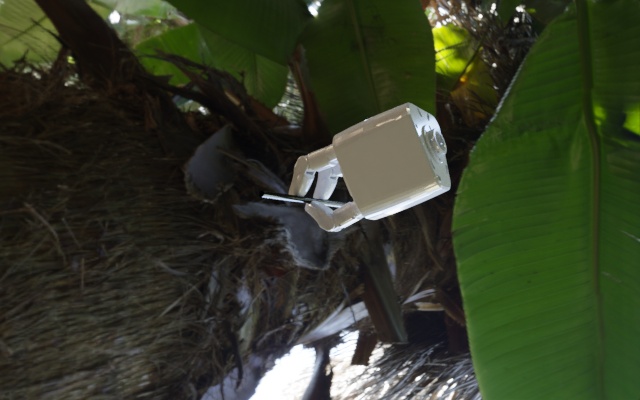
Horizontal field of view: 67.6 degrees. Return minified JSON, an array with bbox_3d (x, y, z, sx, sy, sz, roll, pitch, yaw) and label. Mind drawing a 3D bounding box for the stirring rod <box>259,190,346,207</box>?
[{"bbox_3d":[0.000,0.002,0.664,0.011,0.011,0.239,0,-5,36],"label":"stirring rod"}]
